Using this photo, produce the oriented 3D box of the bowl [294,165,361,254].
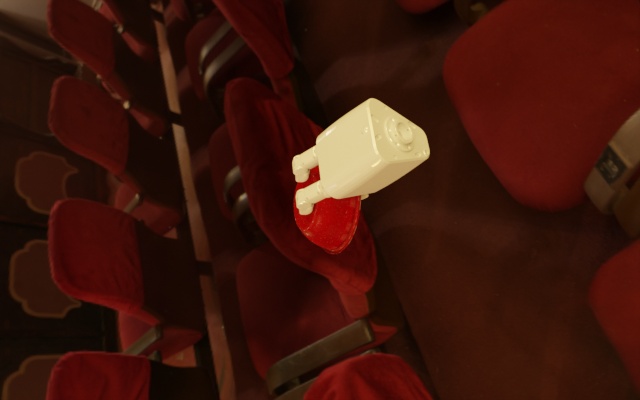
[{"bbox_3d":[-0.001,0.003,0.749,0.055,0.162,0.162,4,-2,-25],"label":"bowl"}]
